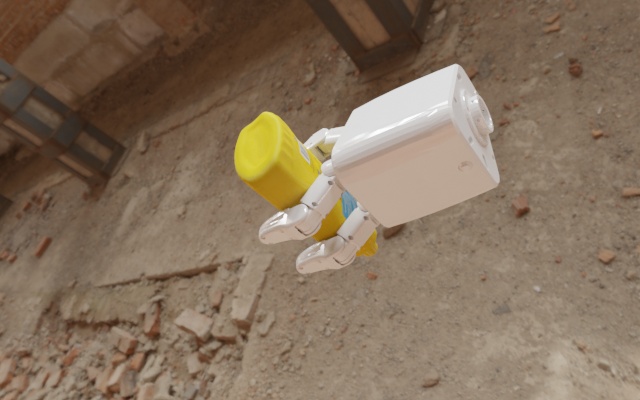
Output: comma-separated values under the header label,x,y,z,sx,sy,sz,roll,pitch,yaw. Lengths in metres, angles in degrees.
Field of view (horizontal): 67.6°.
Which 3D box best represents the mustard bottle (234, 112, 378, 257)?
label,x,y,z,sx,sy,sz,roll,pitch,yaw
mustard bottle,0.000,0.002,0.475,0.192,0.058,0.096,43,16,-35
